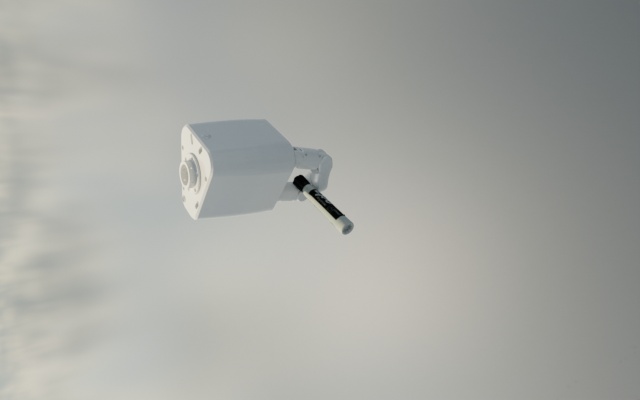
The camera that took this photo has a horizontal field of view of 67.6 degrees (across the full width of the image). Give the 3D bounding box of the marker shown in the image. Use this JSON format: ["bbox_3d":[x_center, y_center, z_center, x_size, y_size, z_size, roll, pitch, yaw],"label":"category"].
[{"bbox_3d":[0.000,0.002,0.613,0.020,0.020,0.121,0,33,-41],"label":"marker"}]
